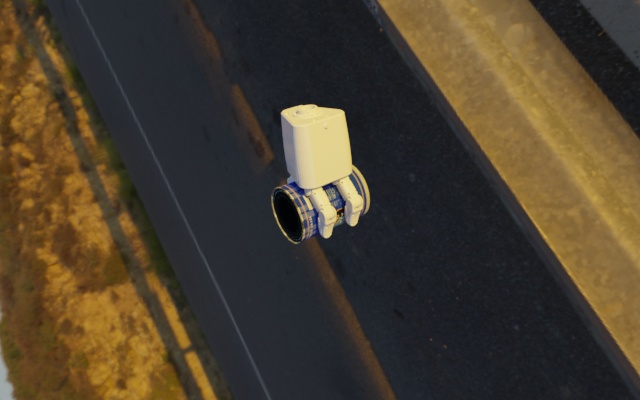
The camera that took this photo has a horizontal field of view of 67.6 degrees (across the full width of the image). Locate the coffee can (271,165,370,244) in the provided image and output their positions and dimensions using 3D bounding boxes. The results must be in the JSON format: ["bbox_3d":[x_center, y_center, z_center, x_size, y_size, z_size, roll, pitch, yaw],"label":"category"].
[{"bbox_3d":[0.000,0.003,0.835,0.140,0.103,0.103,-22,11,-28],"label":"coffee can"}]
